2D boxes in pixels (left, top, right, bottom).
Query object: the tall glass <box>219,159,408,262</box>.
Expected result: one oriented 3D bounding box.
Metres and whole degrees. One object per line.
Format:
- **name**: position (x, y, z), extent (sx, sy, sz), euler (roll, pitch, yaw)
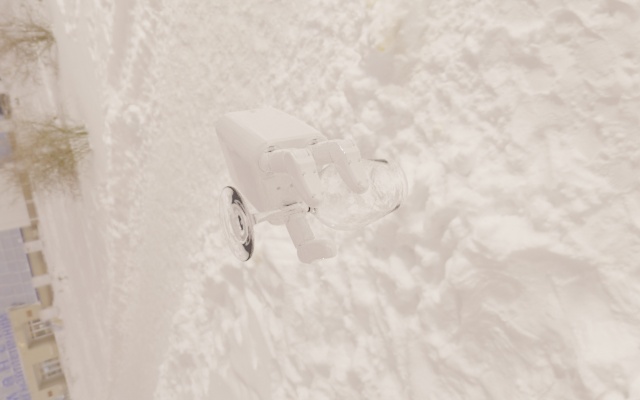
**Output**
- **tall glass**: position (0.000, 0.002, 0.508), extent (0.201, 0.079, 0.079), euler (-14, 7, -32)
